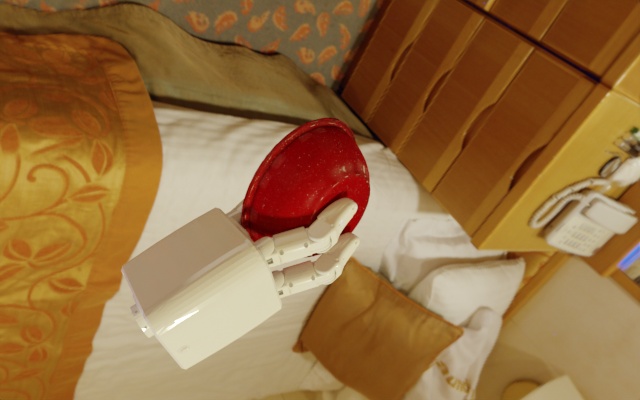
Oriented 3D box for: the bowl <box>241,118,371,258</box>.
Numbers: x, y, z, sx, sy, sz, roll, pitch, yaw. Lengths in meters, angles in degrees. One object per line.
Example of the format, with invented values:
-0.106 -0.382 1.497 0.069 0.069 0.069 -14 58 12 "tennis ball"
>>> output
0.001 0.001 0.482 0.055 0.162 0.162 35 20 31 "bowl"
